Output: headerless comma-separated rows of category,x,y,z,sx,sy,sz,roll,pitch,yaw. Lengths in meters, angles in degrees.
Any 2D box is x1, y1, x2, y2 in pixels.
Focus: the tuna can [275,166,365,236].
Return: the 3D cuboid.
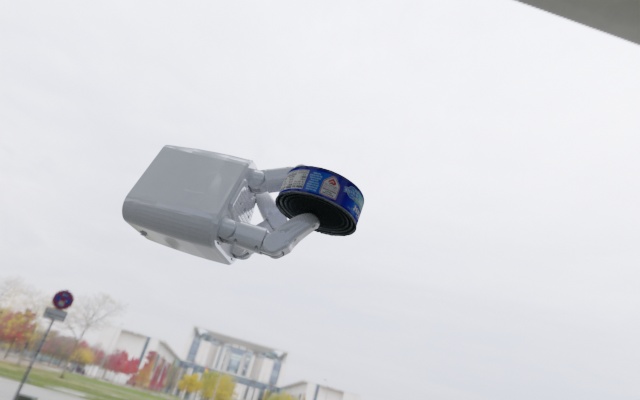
tuna can,0.000,0.001,0.480,0.086,0.033,0.086,17,-24,8
